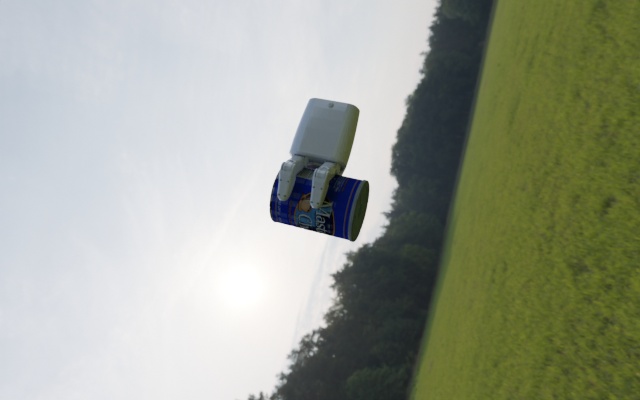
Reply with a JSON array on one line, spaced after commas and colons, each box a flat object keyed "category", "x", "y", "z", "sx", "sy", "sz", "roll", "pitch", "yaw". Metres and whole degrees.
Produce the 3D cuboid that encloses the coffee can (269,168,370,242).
[{"category": "coffee can", "x": 0.000, "y": 0.003, "z": 0.789, "sx": 0.140, "sy": 0.103, "sz": 0.103, "roll": 13, "pitch": 3, "yaw": 15}]
